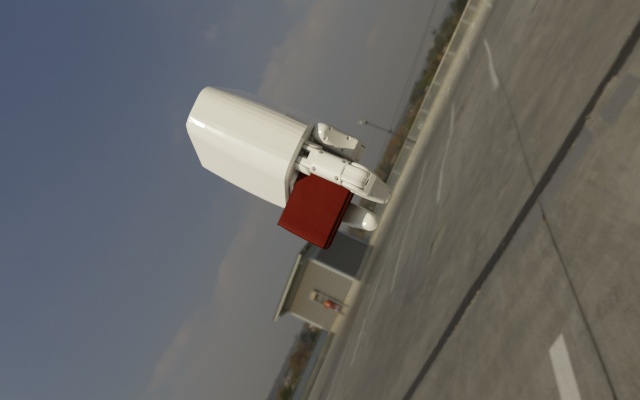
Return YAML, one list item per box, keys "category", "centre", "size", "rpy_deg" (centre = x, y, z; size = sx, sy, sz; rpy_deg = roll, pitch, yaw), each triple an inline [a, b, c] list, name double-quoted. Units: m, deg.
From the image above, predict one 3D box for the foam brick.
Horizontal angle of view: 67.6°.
- category: "foam brick"
  centre: [0.000, 0.002, 0.459]
  size: [0.051, 0.078, 0.053]
  rpy_deg: [24, -3, 6]
